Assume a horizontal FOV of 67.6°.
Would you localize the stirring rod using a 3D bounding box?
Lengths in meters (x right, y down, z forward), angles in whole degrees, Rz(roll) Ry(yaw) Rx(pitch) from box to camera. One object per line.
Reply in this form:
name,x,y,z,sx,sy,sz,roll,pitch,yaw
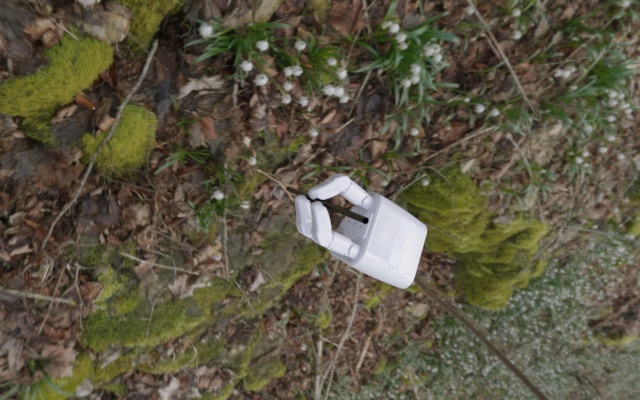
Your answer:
stirring rod,0.000,0.002,0.640,0.011,0.011,0.239,0,10,-25
